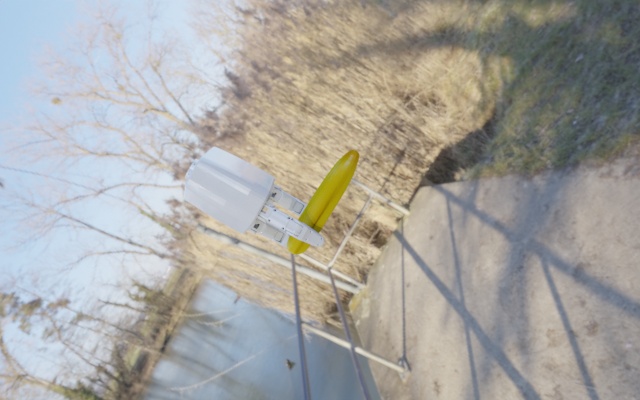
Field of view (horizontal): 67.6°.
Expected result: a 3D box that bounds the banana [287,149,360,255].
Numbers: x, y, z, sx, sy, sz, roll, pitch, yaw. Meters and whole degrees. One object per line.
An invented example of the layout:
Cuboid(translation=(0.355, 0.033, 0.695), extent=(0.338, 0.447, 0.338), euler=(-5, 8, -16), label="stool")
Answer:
Cuboid(translation=(-0.003, 0.012, 0.704), extent=(0.037, 0.198, 0.069), euler=(30, 23, -7), label="banana")
